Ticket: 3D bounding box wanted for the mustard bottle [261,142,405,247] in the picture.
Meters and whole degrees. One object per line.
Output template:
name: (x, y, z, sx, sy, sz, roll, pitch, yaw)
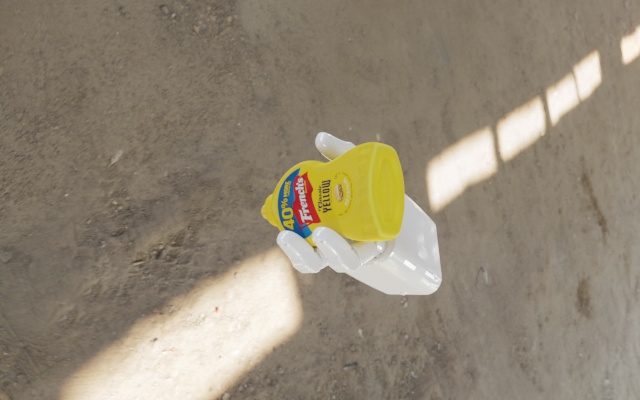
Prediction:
mustard bottle: (0.000, 0.002, 0.525, 0.058, 0.096, 0.191, 5, -11, -44)
